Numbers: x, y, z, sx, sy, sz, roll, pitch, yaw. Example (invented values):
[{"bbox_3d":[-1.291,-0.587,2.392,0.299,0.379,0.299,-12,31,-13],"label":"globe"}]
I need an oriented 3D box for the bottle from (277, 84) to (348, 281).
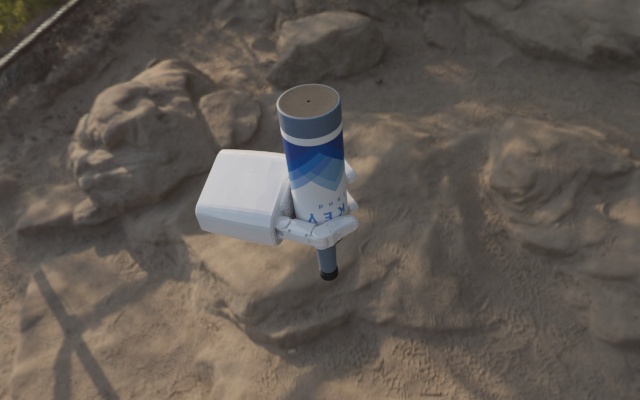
[{"bbox_3d":[0.000,0.002,0.593,0.069,0.296,0.069,-3,44,3],"label":"bottle"}]
